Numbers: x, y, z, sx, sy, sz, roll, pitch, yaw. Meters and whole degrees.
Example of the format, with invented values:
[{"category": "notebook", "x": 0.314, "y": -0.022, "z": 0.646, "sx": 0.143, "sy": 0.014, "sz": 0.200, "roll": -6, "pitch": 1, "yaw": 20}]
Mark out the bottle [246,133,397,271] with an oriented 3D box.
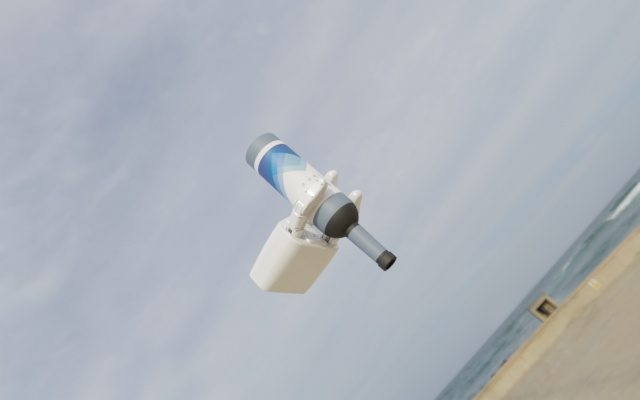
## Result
[{"category": "bottle", "x": 0.000, "y": 0.002, "z": 0.742, "sx": 0.295, "sy": 0.069, "sz": 0.069, "roll": 42, "pitch": 20, "yaw": 25}]
